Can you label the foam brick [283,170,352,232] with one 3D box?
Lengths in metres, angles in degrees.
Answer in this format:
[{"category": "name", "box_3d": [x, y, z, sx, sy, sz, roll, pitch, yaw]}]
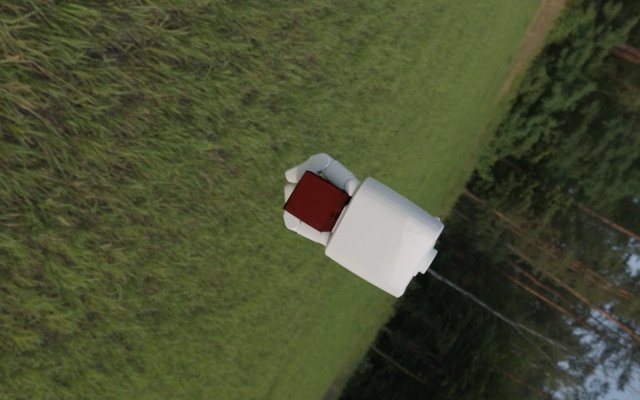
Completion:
[{"category": "foam brick", "box_3d": [0.000, 0.002, 0.562, 0.051, 0.053, 0.078, 32, 5, 12]}]
